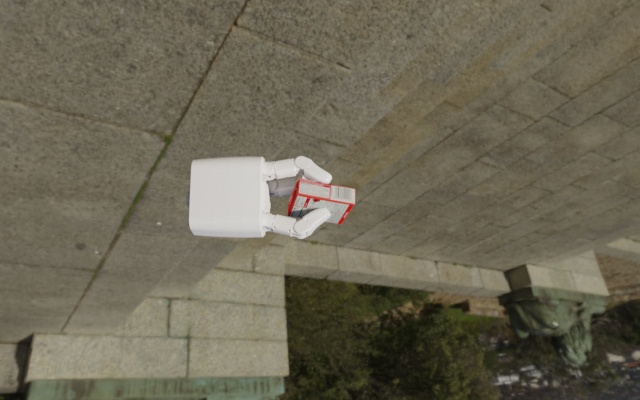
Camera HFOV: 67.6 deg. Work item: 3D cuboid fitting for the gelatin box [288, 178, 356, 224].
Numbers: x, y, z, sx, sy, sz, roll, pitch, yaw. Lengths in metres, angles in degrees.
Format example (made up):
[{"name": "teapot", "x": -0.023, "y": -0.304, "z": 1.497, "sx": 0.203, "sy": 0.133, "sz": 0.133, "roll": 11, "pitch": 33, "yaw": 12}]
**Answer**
[{"name": "gelatin box", "x": 0.000, "y": 0.003, "z": 0.712, "sx": 0.089, "sy": 0.030, "sz": 0.073, "roll": 10, "pitch": -29, "yaw": -9}]
